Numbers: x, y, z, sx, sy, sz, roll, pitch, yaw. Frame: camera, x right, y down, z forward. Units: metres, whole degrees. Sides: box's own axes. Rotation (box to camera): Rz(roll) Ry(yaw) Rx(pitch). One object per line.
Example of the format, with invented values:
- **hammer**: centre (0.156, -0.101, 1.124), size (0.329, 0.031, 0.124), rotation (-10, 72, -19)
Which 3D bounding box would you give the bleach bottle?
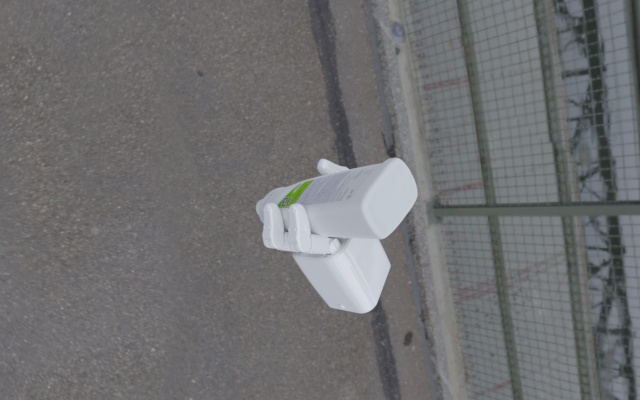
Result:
- **bleach bottle**: centre (0.000, 0.002, 0.645), size (0.251, 0.068, 0.102), rotation (-3, 37, 49)
